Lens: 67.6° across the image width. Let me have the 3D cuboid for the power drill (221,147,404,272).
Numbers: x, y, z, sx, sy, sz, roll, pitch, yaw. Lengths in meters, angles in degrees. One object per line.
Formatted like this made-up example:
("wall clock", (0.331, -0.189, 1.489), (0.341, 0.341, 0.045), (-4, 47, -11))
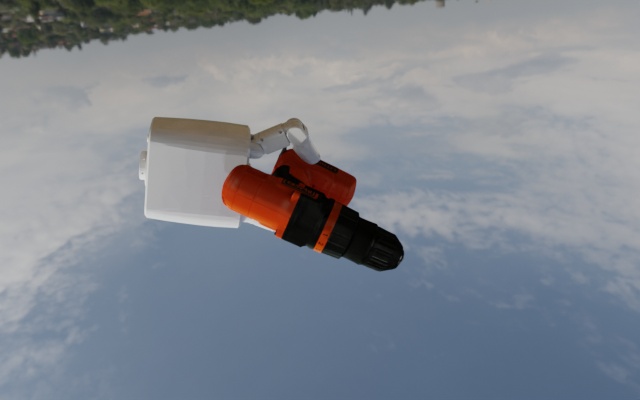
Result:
("power drill", (0.000, 0.002, 0.522), (0.184, 0.057, 0.187), (26, 14, -2))
